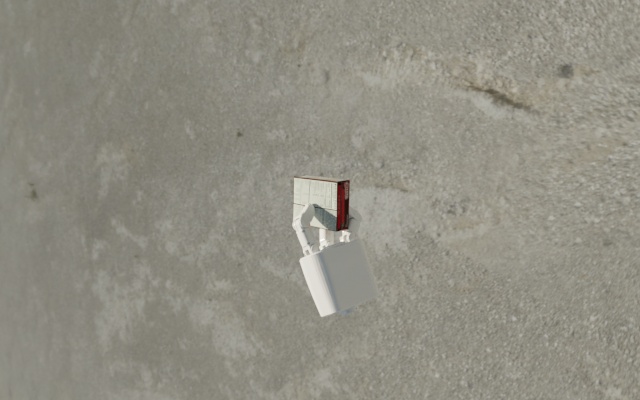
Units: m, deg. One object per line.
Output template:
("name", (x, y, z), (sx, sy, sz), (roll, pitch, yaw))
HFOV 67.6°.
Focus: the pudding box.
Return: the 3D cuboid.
("pudding box", (0.000, 0.003, 0.864), (0.113, 0.090, 0.039), (9, 11, 40))
